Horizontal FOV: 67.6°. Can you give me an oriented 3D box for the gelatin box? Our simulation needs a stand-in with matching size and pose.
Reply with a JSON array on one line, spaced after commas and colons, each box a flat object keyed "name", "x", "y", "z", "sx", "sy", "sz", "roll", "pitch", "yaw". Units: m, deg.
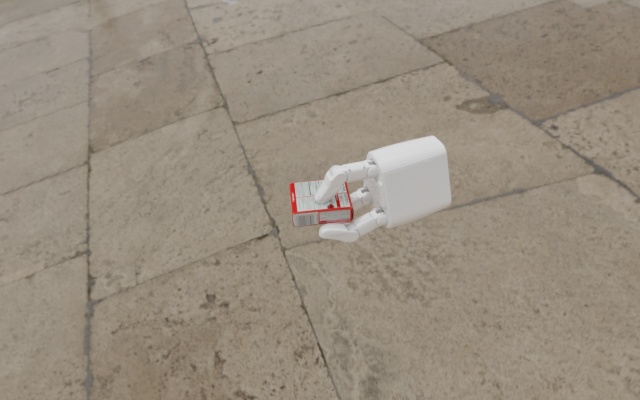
[{"name": "gelatin box", "x": 0.000, "y": 0.002, "z": 0.710, "sx": 0.089, "sy": 0.030, "sz": 0.073, "roll": -5, "pitch": 40, "yaw": -4}]
